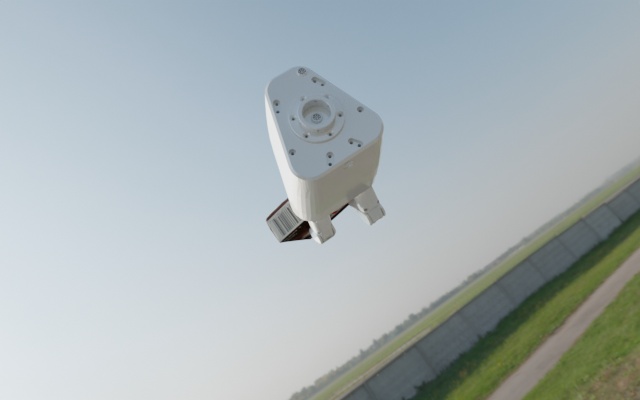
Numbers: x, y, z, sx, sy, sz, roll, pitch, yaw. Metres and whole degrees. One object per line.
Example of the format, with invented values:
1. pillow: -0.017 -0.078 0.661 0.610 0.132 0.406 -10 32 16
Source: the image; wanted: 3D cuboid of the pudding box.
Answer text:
1. pudding box: 0.000 0.002 0.575 0.113 0.039 0.090 -40 -16 17
